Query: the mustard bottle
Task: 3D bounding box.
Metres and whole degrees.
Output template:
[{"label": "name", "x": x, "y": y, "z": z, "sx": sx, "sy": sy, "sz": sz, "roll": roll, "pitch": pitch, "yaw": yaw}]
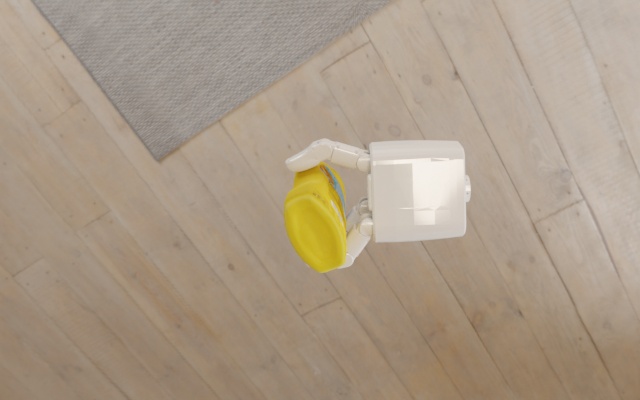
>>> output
[{"label": "mustard bottle", "x": 0.000, "y": 0.002, "z": 0.590, "sx": 0.058, "sy": 0.096, "sz": 0.191, "roll": -23, "pitch": 19, "yaw": 13}]
